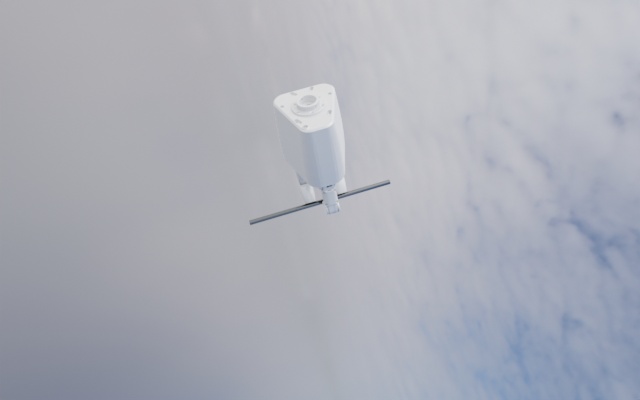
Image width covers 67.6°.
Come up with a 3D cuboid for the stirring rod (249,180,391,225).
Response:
[{"bbox_3d":[0.000,0.003,0.785,0.239,0.011,0.011,-16,1,-5],"label":"stirring rod"}]
